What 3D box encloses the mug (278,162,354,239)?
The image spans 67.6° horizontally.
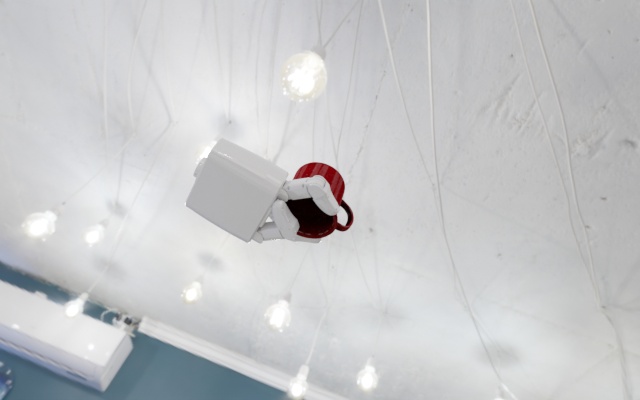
[{"bbox_3d":[0.001,0.003,0.716,0.117,0.081,0.093,30,-46,-8],"label":"mug"}]
